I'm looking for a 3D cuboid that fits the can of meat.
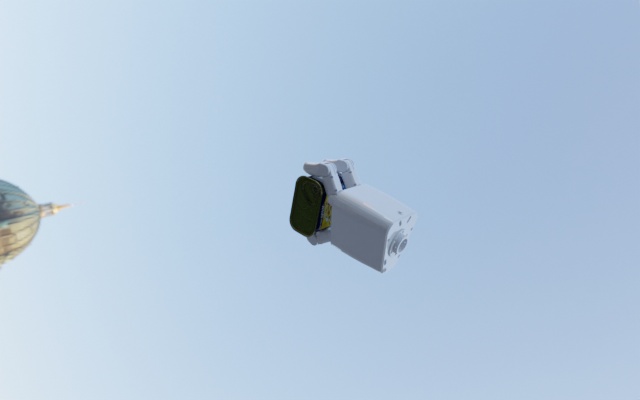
[{"bbox_3d":[0.000,0.003,0.818,0.057,0.102,0.084,26,27,33],"label":"can of meat"}]
